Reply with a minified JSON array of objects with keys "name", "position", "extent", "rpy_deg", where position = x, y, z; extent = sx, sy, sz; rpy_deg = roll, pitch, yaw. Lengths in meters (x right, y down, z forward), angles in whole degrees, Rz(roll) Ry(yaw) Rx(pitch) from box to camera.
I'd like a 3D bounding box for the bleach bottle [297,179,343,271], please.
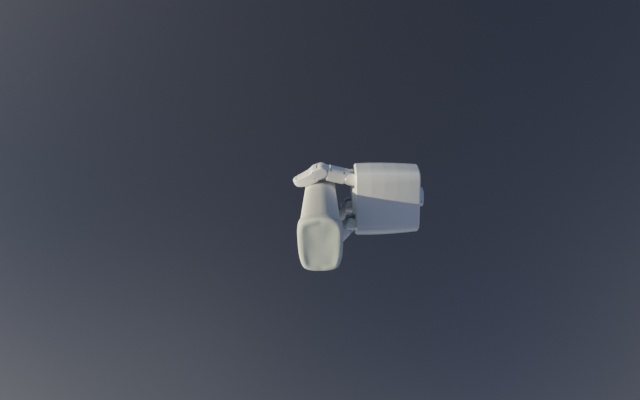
[{"name":"bleach bottle","position":[0.000,0.003,0.804],"extent":[0.068,0.103,0.250],"rpy_deg":[-1,32,0]}]
